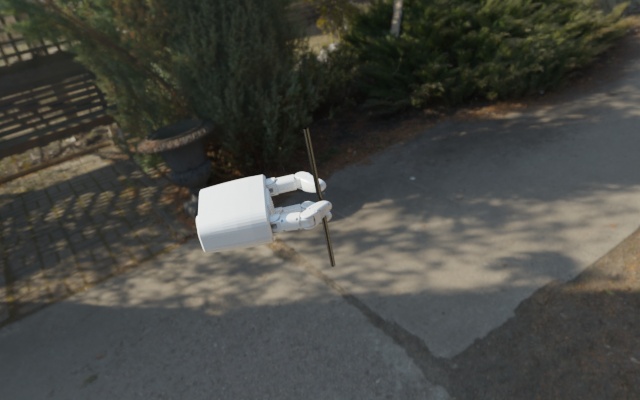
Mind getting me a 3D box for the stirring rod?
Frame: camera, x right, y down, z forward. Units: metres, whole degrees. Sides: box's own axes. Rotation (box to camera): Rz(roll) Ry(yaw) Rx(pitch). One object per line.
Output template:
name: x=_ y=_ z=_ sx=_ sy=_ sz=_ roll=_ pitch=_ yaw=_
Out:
stirring rod: x=0.000 y=0.003 z=0.730 sx=0.011 sy=0.240 sz=0.011 roll=-9 pitch=28 yaw=5
